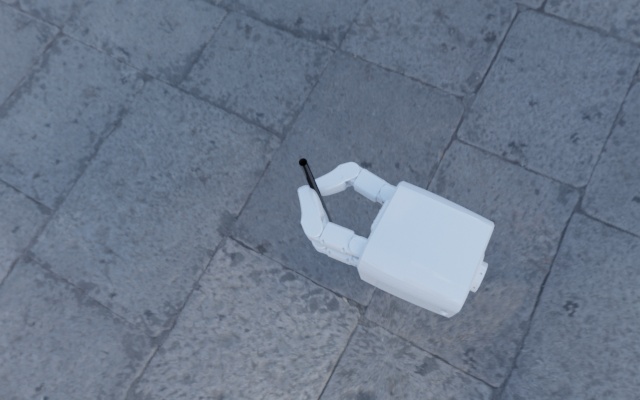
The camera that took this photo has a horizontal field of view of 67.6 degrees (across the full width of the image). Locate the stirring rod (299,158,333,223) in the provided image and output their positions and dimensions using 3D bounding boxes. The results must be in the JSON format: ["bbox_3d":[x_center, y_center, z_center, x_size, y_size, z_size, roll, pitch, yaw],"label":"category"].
[{"bbox_3d":[0.000,0.002,0.553,0.011,0.011,0.240,0,-18,8],"label":"stirring rod"}]
